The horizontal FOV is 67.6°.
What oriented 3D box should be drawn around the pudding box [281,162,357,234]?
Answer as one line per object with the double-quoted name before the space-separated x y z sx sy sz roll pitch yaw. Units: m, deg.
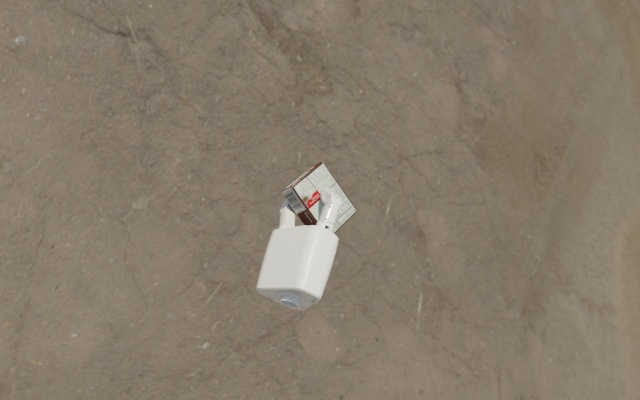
"pudding box" 0.000 0.003 0.829 0.090 0.113 0.039 -42 12 -38
